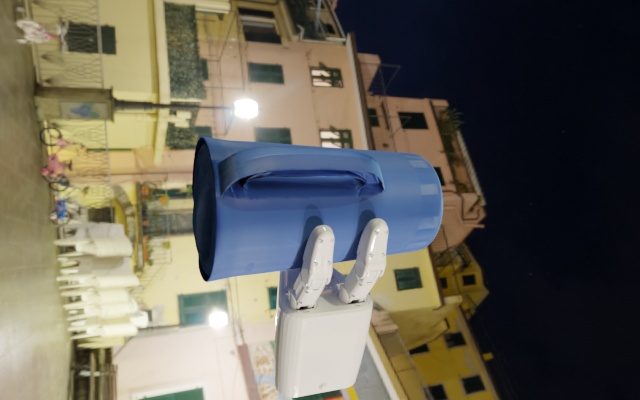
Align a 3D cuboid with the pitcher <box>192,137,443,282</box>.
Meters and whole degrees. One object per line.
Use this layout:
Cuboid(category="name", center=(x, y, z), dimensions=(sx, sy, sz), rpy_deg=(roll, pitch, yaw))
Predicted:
Cuboid(category="pitcher", center=(0.000, 0.002, 0.473), dimensions=(0.243, 0.145, 0.149), rpy_deg=(-2, 22, -22))
